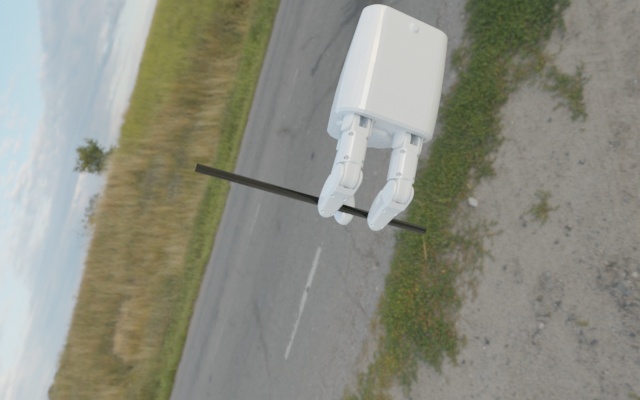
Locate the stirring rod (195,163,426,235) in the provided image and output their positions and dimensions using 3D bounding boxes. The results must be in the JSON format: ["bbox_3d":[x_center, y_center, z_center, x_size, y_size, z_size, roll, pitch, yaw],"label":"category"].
[{"bbox_3d":[0.000,0.001,0.459,0.239,0.011,0.011,16,-6,-20],"label":"stirring rod"}]
